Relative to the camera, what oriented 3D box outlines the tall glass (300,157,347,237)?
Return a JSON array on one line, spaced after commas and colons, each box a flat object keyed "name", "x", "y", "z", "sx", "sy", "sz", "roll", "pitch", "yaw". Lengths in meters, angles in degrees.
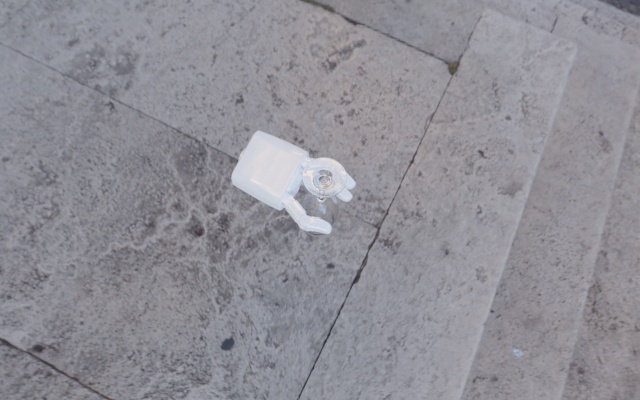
[{"name": "tall glass", "x": 0.000, "y": 0.003, "z": 0.874, "sx": 0.079, "sy": 0.079, "sz": 0.201, "roll": 0, "pitch": -25, "yaw": -4}]
